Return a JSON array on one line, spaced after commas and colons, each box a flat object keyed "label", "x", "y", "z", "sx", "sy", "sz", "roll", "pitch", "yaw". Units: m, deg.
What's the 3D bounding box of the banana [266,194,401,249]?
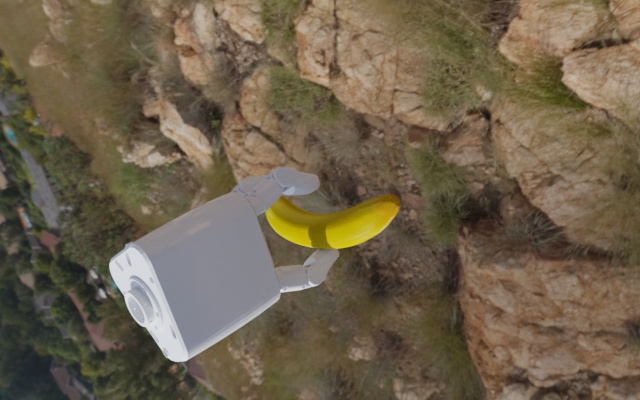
[{"label": "banana", "x": 0.000, "y": 0.019, "z": 0.506, "sx": 0.198, "sy": 0.070, "sz": 0.037, "roll": 9, "pitch": 24, "yaw": 43}]
